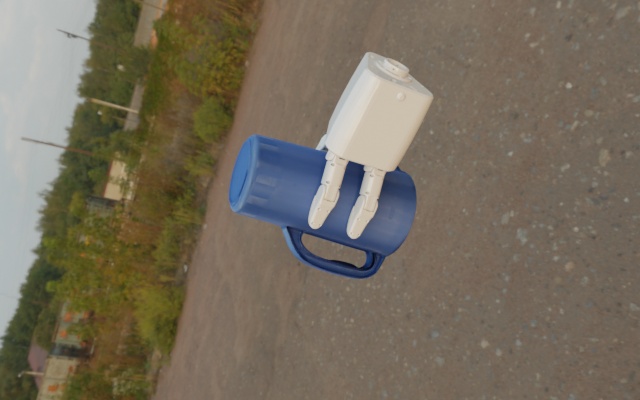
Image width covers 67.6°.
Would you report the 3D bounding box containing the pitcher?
[{"bbox_3d":[0.000,0.002,0.669,0.243,0.145,0.149,15,34,-22],"label":"pitcher"}]
